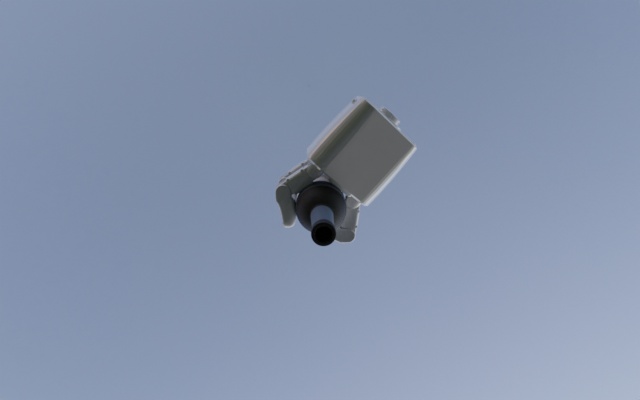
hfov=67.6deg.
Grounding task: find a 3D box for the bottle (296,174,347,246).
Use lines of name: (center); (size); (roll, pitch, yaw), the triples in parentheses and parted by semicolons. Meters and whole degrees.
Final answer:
bottle: (0.000, 0.002, 0.655); (0.069, 0.069, 0.295); (0, 14, -1)
